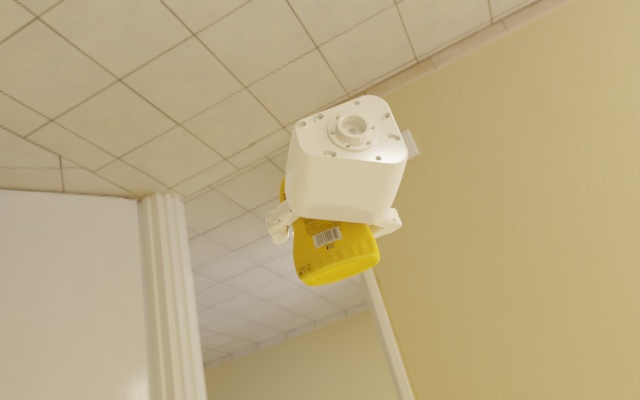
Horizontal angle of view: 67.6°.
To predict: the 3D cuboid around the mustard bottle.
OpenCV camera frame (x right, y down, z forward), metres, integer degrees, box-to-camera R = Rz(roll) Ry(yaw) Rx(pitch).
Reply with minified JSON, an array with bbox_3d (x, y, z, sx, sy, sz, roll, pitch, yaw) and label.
[{"bbox_3d":[0.000,0.002,0.586,0.096,0.191,0.058,-21,-30,9],"label":"mustard bottle"}]
